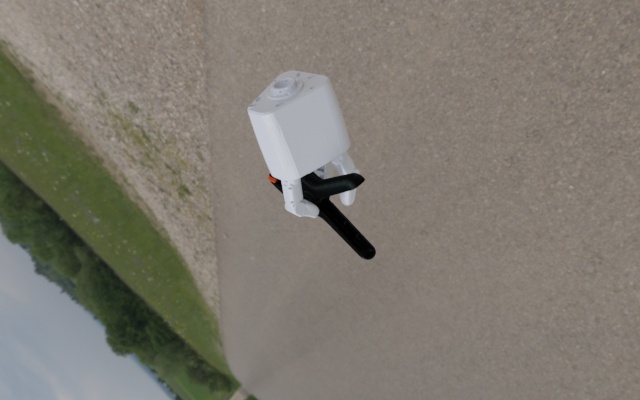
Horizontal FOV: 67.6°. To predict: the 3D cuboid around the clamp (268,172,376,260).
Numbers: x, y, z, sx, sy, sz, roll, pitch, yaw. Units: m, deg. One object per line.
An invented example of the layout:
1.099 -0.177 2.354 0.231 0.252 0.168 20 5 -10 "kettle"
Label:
-0.001 0.003 0.732 0.210 0.165 0.036 23 53 41 "clamp"
